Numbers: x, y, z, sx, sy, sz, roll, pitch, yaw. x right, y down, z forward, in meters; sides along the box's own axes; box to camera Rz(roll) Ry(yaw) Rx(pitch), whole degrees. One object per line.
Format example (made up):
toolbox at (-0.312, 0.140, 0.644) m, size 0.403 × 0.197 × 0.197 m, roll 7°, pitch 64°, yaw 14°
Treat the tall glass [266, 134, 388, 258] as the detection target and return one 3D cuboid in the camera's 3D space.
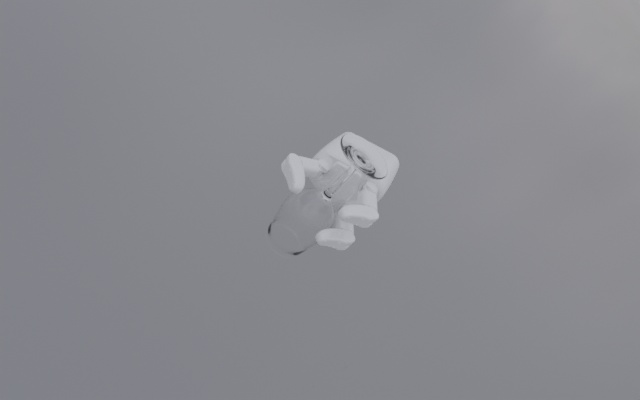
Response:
tall glass at (0.000, 0.002, 0.658) m, size 0.079 × 0.079 × 0.201 m, roll 0°, pitch -36°, yaw -44°
